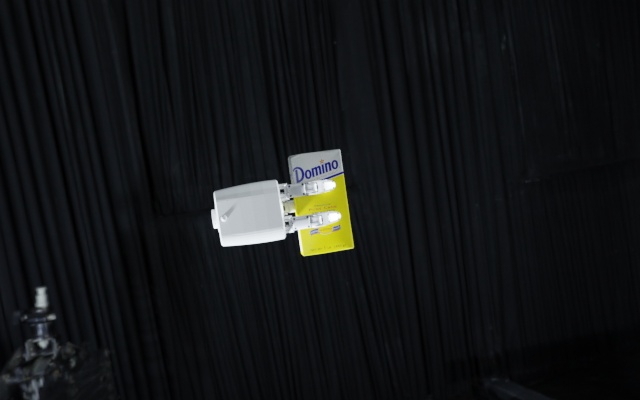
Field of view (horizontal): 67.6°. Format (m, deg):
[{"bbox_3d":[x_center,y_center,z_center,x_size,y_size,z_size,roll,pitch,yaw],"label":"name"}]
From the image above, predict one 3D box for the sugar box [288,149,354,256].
[{"bbox_3d":[0.000,0.003,0.843,0.093,0.176,0.048,-9,3,-8],"label":"sugar box"}]
